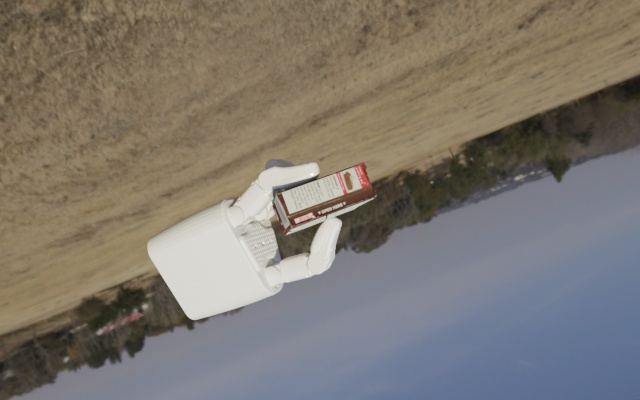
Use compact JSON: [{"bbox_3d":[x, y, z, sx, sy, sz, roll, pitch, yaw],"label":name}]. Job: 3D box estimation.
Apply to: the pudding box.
[{"bbox_3d":[0.000,0.002,0.489,0.090,0.039,0.113,-21,-3,-9],"label":"pudding box"}]
